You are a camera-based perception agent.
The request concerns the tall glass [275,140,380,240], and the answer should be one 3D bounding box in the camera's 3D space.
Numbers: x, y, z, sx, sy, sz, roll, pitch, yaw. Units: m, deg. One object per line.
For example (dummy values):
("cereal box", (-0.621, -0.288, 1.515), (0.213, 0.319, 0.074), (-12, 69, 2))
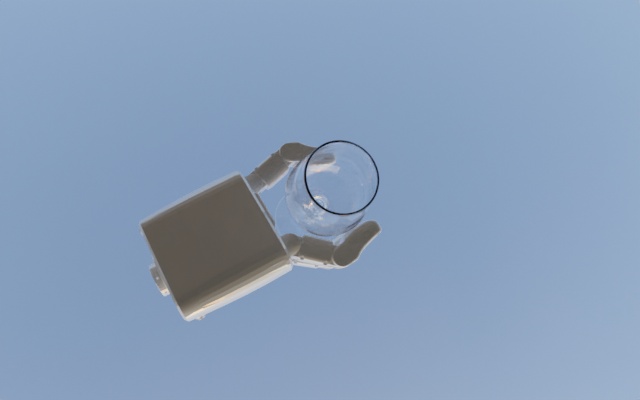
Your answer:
("tall glass", (0.000, 0.002, 0.472), (0.079, 0.079, 0.201), (0, -12, -10))
